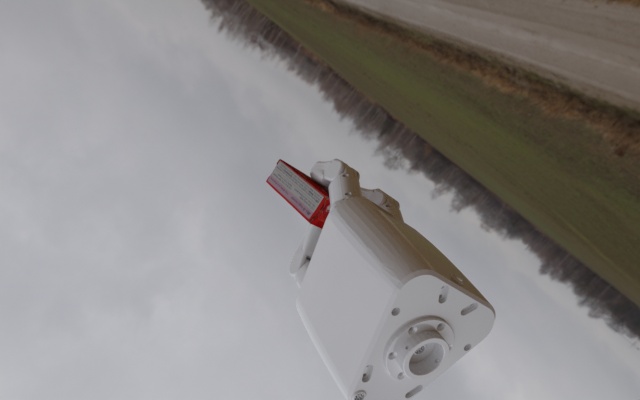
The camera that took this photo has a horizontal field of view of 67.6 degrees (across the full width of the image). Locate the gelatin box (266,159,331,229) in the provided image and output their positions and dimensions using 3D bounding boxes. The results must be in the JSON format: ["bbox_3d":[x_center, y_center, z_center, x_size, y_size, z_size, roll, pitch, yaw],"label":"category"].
[{"bbox_3d":[0.000,0.002,0.453,0.073,0.030,0.089,28,7,-42],"label":"gelatin box"}]
